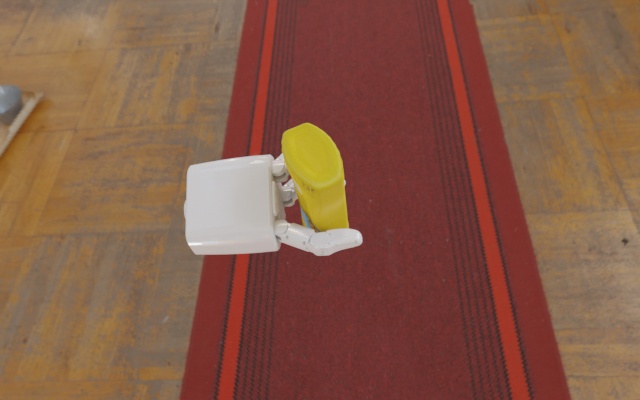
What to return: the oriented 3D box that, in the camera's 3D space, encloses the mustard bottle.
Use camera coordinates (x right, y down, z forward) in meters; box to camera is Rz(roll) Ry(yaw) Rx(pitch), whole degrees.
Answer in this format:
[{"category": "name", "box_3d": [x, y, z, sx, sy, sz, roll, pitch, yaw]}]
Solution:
[{"category": "mustard bottle", "box_3d": [0.000, 0.002, 0.588, 0.058, 0.096, 0.192, -25, -34, -10]}]
